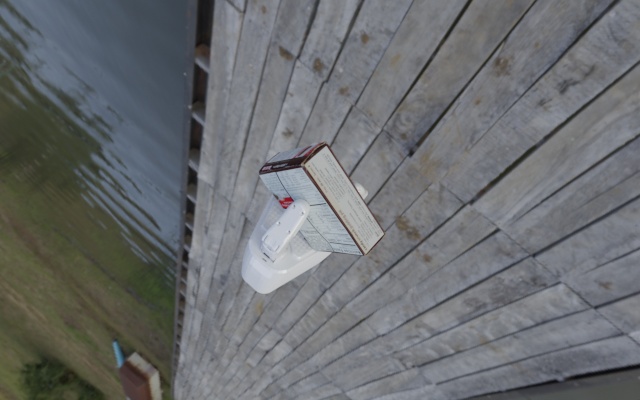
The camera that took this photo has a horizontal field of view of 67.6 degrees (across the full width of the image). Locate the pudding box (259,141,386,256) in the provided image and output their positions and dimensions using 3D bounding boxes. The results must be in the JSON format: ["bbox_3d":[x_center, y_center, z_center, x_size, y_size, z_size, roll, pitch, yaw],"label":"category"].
[{"bbox_3d":[0.000,0.002,0.471,0.039,0.113,0.090,-47,23,-27],"label":"pudding box"}]
